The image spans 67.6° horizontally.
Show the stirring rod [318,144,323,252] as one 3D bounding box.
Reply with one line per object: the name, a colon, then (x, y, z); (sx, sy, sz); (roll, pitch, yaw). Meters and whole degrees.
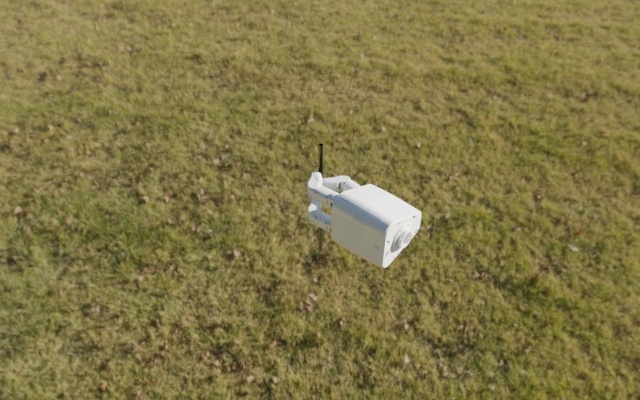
stirring rod: (0.000, 0.003, 0.870); (0.011, 0.240, 0.011); (0, 37, 0)
